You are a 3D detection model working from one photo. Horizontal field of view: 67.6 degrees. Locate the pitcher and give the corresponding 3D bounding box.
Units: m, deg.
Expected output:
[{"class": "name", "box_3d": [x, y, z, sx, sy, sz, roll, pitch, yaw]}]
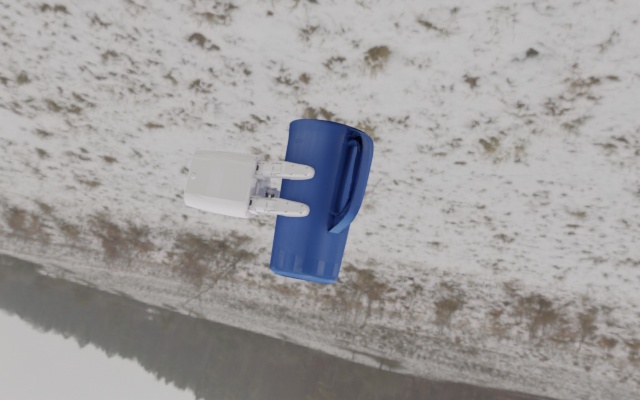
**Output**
[{"class": "pitcher", "box_3d": [0.000, 0.002, 0.742, 0.145, 0.243, 0.149, 9, -7, 9]}]
